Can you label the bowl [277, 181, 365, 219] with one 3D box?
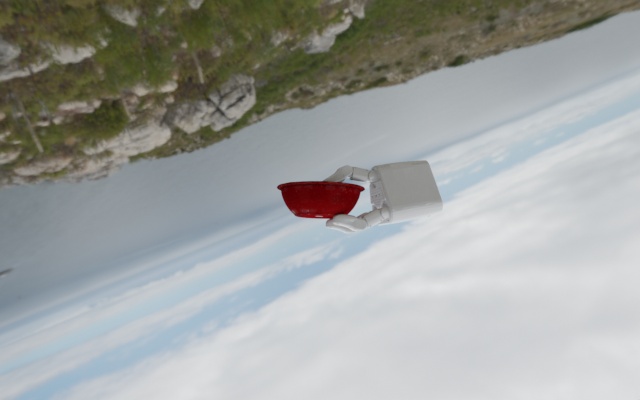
[{"bbox_3d":[-0.001,0.003,0.873,0.162,0.055,0.162,2,-7,0],"label":"bowl"}]
